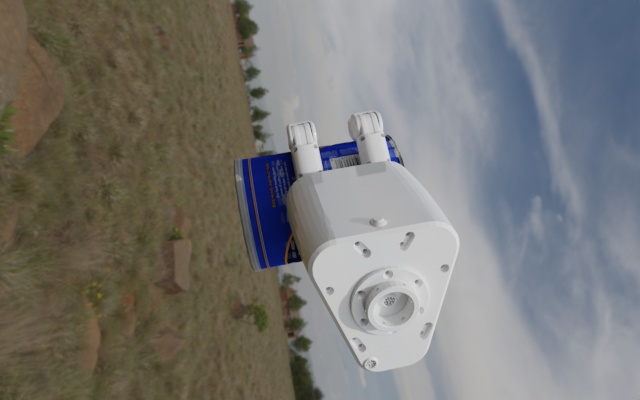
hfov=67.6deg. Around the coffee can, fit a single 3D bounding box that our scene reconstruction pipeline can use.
[{"bbox_3d":[0.000,0.001,0.436,0.140,0.103,0.103,-10,1,-5],"label":"coffee can"}]
